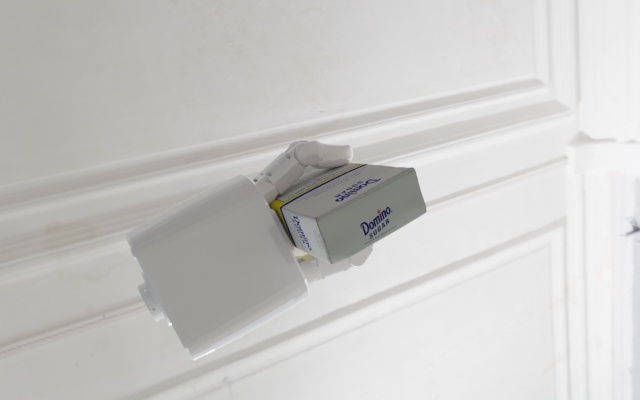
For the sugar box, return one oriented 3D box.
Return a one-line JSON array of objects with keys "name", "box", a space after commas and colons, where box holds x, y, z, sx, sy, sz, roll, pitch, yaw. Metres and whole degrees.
[{"name": "sugar box", "box": [0.000, 0.002, 0.422, 0.093, 0.048, 0.176, -27, 20, -21]}]
